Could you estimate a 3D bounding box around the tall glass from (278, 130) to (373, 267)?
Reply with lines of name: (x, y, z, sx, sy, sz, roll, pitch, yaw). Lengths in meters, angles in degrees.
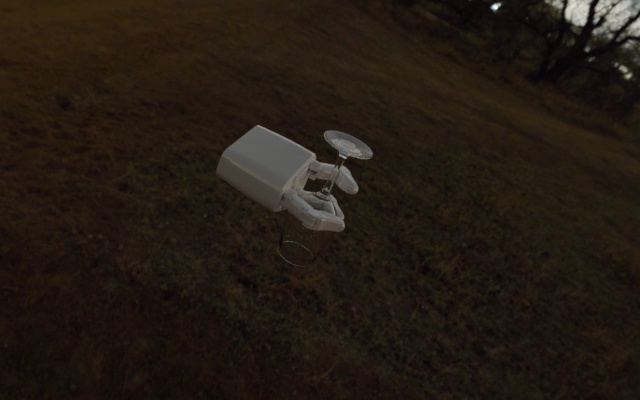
tall glass: (0.000, 0.002, 0.701, 0.079, 0.201, 0.079, 20, 27, -11)
